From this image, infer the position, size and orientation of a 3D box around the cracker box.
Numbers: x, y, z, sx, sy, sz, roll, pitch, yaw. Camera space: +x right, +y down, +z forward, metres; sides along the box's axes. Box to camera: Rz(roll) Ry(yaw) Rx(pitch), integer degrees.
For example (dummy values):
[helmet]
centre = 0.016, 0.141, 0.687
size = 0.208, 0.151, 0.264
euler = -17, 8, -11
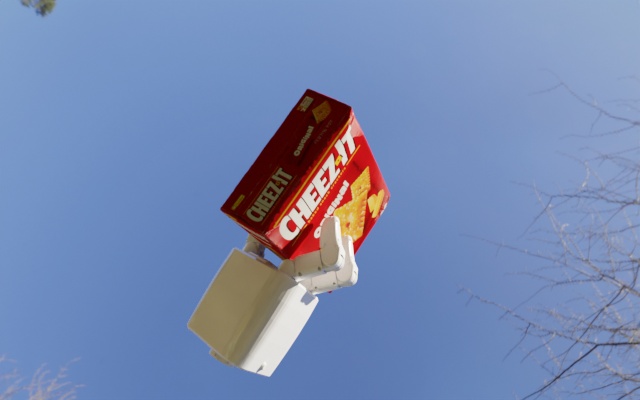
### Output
[cracker box]
centre = 0.000, 0.002, 0.573
size = 0.072, 0.164, 0.214
euler = 27, -14, 29
